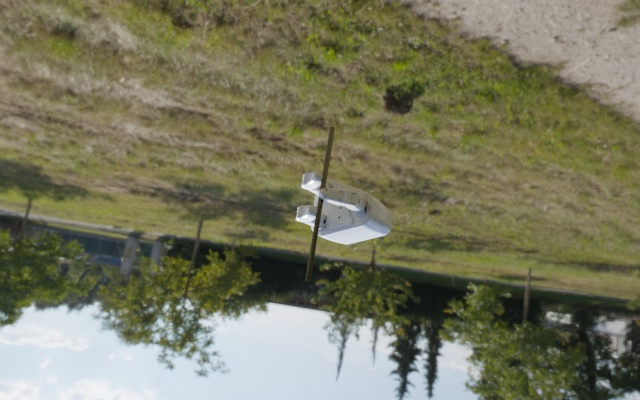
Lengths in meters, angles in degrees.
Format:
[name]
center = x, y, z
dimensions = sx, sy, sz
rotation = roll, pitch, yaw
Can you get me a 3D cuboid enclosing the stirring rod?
[stirring rod]
center = 0.000, 0.002, 0.720
dimensions = 0.011, 0.239, 0.011
rotation = 9, -12, 2
